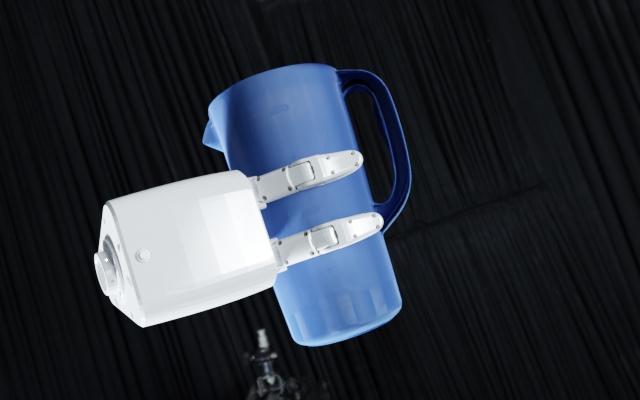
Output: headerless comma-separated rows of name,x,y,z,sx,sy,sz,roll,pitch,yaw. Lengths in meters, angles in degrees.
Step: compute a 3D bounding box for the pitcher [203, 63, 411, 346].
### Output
pitcher,0.000,0.002,0.455,0.145,0.243,0.149,-15,-7,-36
